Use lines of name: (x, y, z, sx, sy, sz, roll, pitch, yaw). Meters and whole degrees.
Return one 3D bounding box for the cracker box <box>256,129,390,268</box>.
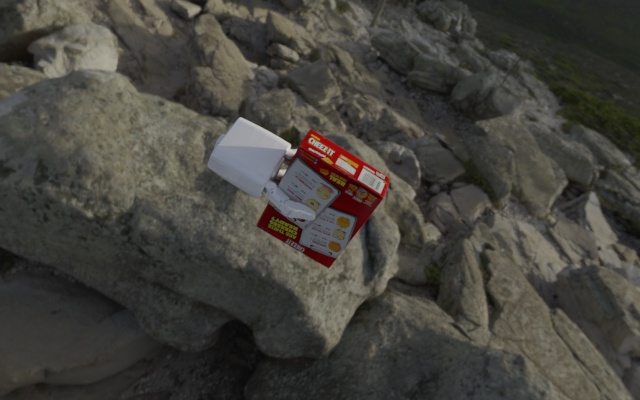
cracker box: (0.000, 0.003, 0.857, 0.164, 0.214, 0.072, 31, 41, -2)
